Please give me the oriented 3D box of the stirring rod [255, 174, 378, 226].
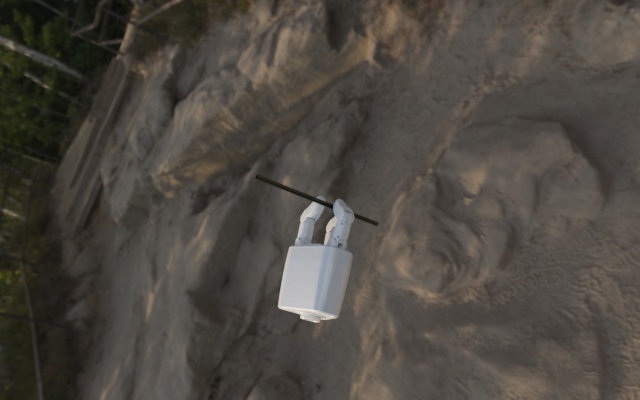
[{"bbox_3d":[0.000,0.003,0.806,0.239,0.011,0.011,22,-10,-25],"label":"stirring rod"}]
